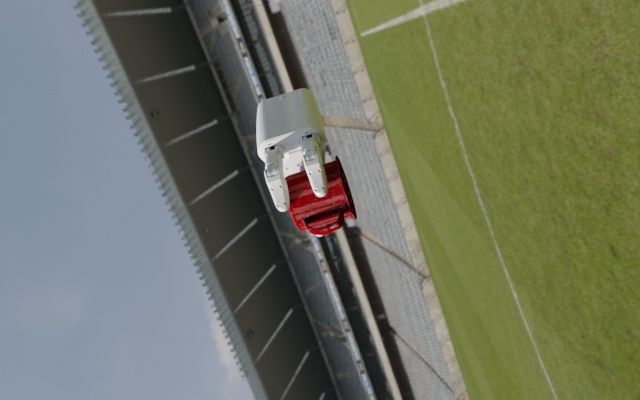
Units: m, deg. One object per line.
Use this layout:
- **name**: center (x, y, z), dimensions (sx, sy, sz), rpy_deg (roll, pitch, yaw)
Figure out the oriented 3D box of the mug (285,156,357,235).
- **mug**: center (0.000, 0.003, 0.658), dimensions (0.081, 0.117, 0.093), rpy_deg (-17, -44, 8)
